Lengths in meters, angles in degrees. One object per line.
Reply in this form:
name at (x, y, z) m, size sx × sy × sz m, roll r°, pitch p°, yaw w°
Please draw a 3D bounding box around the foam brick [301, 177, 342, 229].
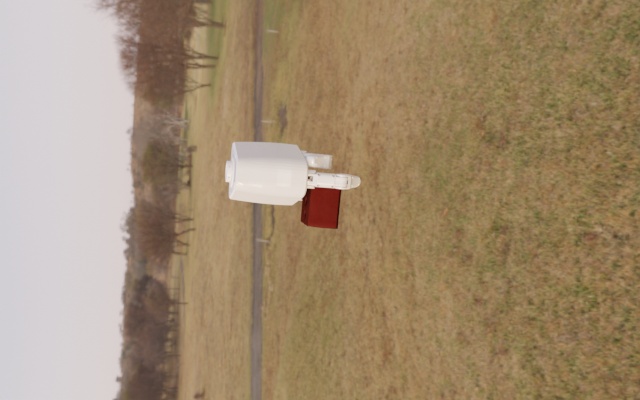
foam brick at (0.000, 0.003, 0.772) m, size 0.051 × 0.078 × 0.053 m, roll 3°, pitch 6°, yaw -17°
